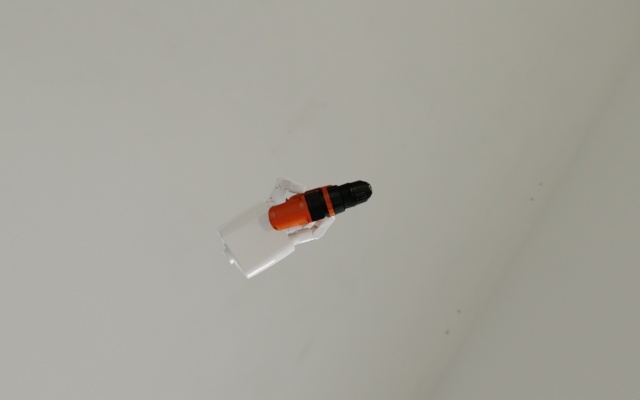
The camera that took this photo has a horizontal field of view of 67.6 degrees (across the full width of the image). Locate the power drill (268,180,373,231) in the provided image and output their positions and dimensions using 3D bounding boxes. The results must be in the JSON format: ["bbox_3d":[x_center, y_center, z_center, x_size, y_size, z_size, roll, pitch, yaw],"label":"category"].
[{"bbox_3d":[0.000,0.003,0.888,0.184,0.057,0.187,-16,1,1],"label":"power drill"}]
